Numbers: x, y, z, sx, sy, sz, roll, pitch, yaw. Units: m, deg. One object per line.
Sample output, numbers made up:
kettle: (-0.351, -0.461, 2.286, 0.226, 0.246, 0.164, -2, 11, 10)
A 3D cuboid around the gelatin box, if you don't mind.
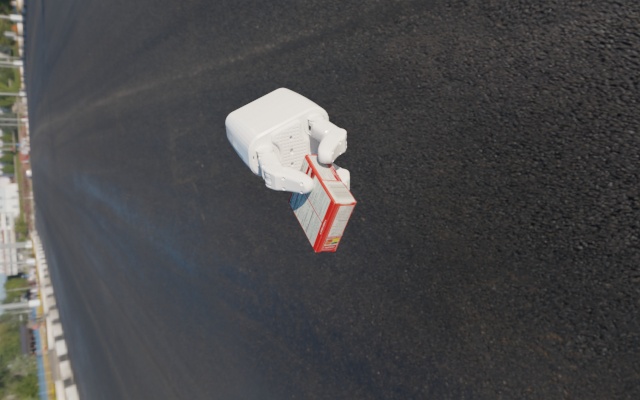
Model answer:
gelatin box: (0.000, 0.002, 0.537, 0.030, 0.073, 0.089, -2, 41, -28)
